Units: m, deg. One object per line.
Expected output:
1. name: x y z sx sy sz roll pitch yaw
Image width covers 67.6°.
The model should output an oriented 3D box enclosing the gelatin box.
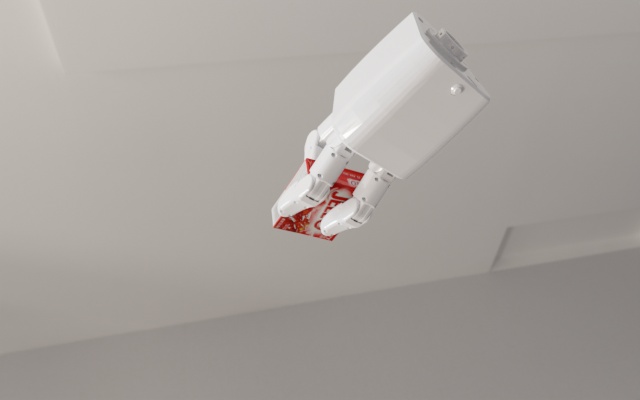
1. gelatin box: 0.000 0.001 0.497 0.073 0.030 0.089 15 -45 -25
